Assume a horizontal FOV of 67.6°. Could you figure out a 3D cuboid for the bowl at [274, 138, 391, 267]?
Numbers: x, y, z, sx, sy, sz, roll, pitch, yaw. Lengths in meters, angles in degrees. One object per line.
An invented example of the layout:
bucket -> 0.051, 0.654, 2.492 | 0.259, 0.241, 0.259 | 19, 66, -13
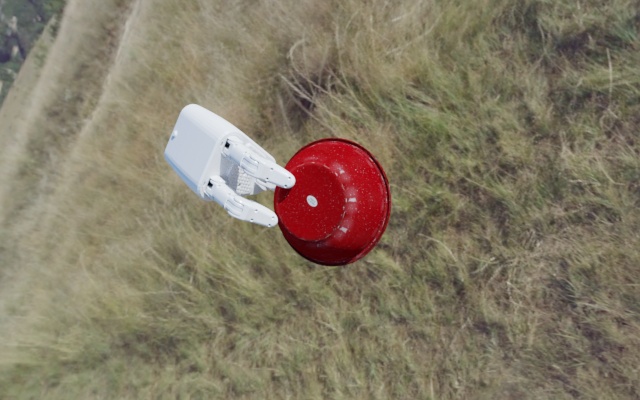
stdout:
bowl -> 0.001, 0.002, 0.574 | 0.162, 0.162, 0.055 | 0, 0, 27
